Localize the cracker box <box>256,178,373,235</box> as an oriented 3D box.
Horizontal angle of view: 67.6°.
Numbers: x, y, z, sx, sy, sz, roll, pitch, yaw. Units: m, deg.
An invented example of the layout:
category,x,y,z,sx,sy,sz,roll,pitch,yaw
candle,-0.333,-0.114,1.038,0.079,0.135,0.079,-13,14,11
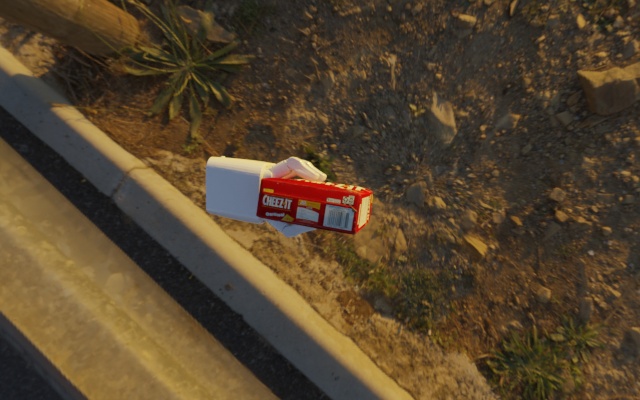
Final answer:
category,x,y,z,sx,sy,sz,roll,pitch,yaw
cracker box,0.000,0.003,0.840,0.164,0.072,0.213,9,4,11
